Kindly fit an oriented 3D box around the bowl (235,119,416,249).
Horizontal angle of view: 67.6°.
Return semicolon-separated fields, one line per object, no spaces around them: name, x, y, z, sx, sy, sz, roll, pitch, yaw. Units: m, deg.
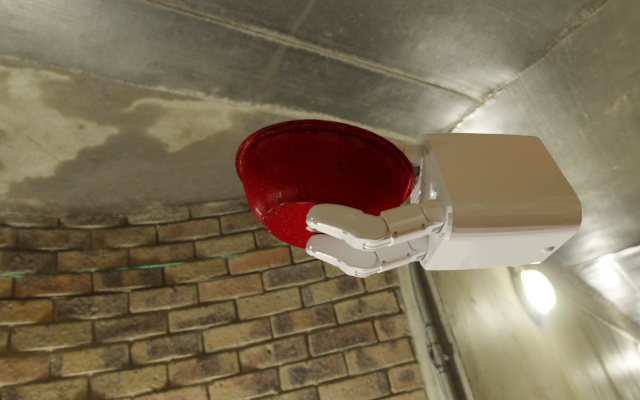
bowl;-0.001;0.002;0.417;0.162;0.055;0.162;6;-30;4
